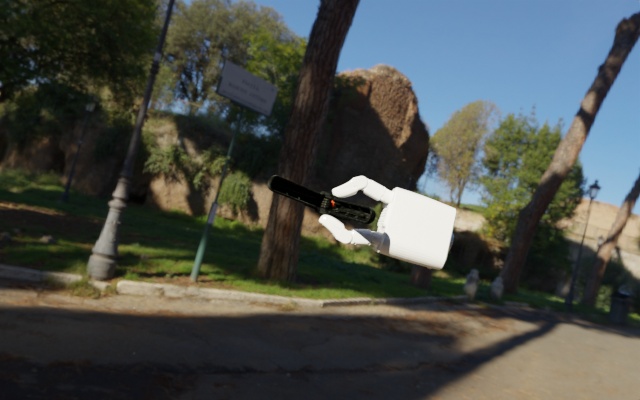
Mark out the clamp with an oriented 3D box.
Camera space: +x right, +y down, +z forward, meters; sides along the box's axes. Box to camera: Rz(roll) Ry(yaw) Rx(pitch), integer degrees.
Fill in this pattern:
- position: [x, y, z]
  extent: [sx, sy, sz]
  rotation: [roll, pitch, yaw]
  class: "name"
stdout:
- position: [0.001, 0.002, 0.776]
  extent: [0.164, 0.036, 0.210]
  rotation: [20, -3, 1]
  class: "clamp"
